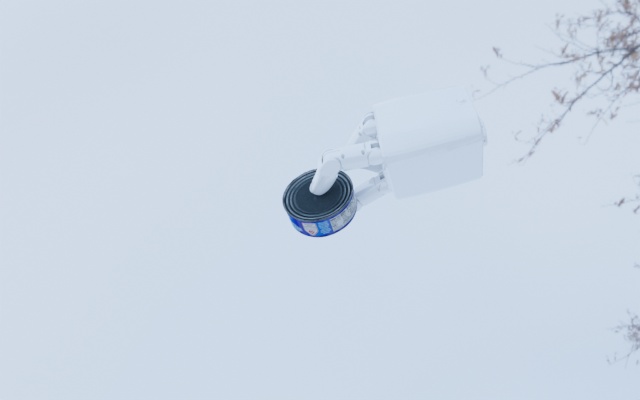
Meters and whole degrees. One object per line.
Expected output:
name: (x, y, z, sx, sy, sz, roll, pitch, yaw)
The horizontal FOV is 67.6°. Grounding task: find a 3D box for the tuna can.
tuna can: (0.000, 0.002, 0.570, 0.086, 0.086, 0.034, 0, -42, 19)
